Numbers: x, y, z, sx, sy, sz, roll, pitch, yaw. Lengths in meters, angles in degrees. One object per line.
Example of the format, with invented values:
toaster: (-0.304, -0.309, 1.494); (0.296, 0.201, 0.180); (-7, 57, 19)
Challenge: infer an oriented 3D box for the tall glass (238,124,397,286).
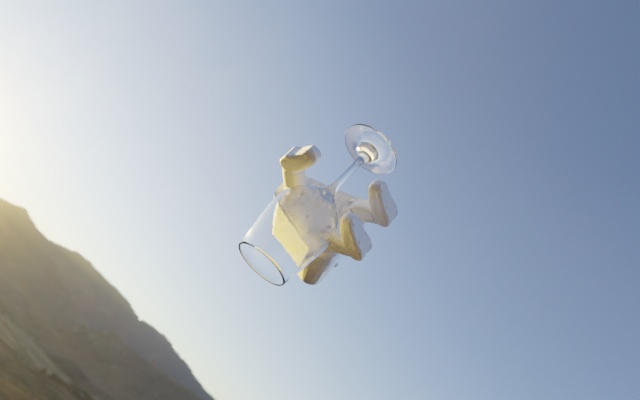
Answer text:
tall glass: (0.000, 0.001, 0.529); (0.079, 0.079, 0.201); (0, 39, 52)
